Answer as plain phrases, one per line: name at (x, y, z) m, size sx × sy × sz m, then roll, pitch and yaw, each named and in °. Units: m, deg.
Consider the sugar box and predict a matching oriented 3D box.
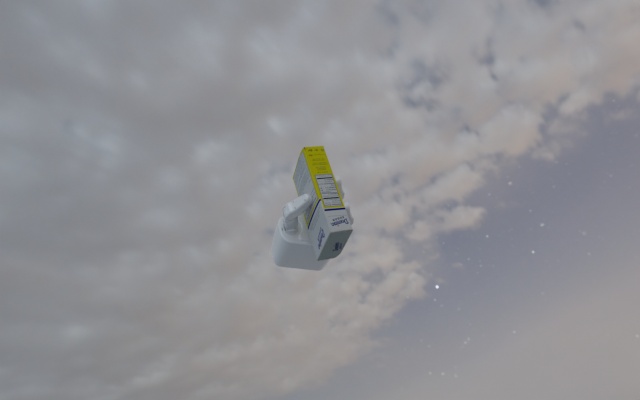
sugar box at (0.001, 0.003, 0.811) m, size 0.048 × 0.176 × 0.093 m, roll -7°, pitch -32°, yaw -21°
